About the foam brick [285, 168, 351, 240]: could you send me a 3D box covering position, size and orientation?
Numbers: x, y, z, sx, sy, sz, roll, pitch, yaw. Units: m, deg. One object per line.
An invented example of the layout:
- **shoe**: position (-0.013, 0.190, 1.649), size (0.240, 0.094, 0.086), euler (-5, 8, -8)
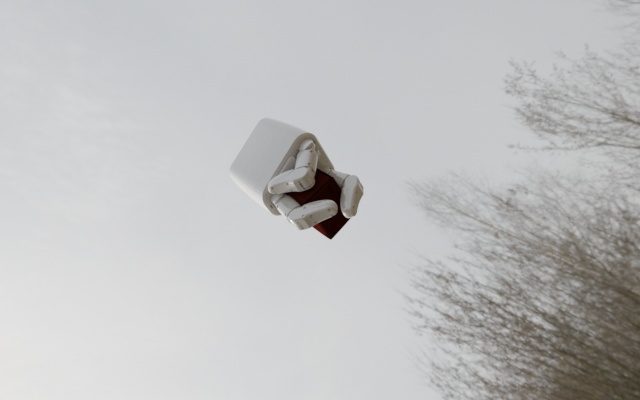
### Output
- **foam brick**: position (0.000, 0.002, 0.629), size (0.051, 0.053, 0.078), euler (31, -18, 46)
